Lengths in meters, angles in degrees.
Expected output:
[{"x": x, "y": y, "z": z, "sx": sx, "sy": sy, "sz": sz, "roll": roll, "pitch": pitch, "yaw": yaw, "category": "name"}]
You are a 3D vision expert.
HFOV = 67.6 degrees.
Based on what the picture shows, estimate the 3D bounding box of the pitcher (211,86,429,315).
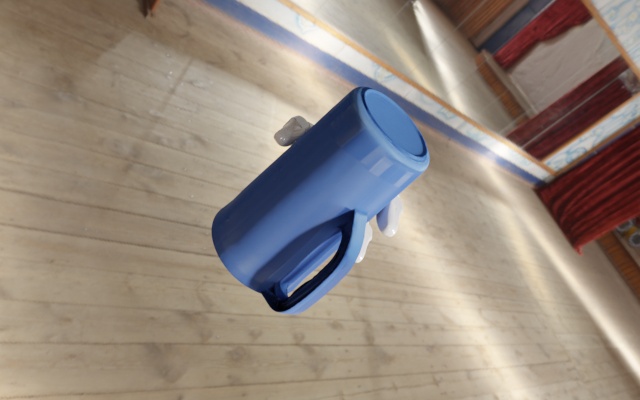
[{"x": 0.000, "y": 0.002, "z": 0.524, "sx": 0.243, "sy": 0.149, "sz": 0.145, "roll": -42, "pitch": 1, "yaw": 31, "category": "pitcher"}]
